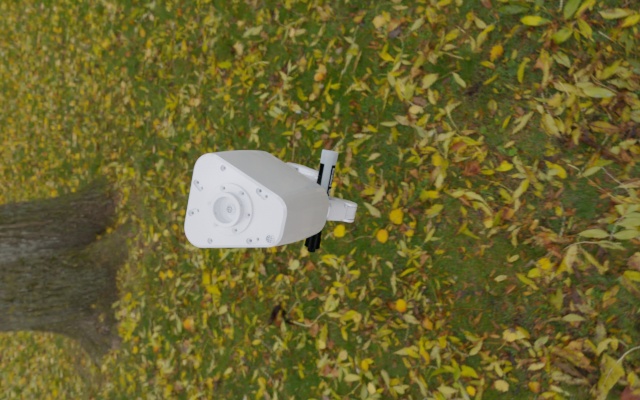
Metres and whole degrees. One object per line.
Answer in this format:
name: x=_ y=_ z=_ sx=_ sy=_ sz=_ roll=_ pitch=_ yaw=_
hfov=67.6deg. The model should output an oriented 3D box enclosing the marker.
marker: x=0.000 y=0.002 z=0.556 sx=0.020 sy=0.121 sz=0.020 roll=11 pitch=9 yaw=-2
